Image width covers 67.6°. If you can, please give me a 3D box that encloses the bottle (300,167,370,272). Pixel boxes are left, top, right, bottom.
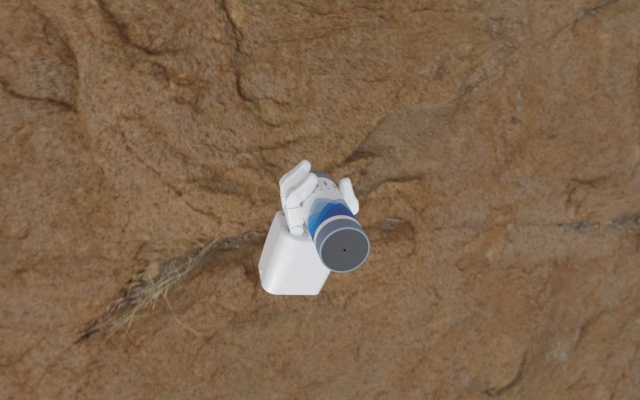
[{"bbox_3d":[0.000,0.002,0.732,0.069,0.069,0.295,0,24,-13],"label":"bottle"}]
